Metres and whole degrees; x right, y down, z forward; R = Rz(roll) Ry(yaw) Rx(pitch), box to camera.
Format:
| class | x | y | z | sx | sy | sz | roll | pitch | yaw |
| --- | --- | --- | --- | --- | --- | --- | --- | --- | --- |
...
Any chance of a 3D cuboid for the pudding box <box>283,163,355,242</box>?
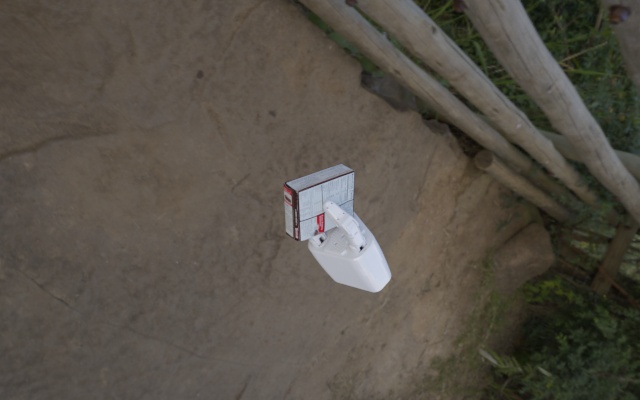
| class | x | y | z | sx | sy | sz | roll | pitch | yaw |
| --- | --- | --- | --- | --- | --- | --- | --- | --- | --- |
| pudding box | 0.000 | 0.002 | 0.727 | 0.113 | 0.090 | 0.039 | -22 | 34 | -33 |
